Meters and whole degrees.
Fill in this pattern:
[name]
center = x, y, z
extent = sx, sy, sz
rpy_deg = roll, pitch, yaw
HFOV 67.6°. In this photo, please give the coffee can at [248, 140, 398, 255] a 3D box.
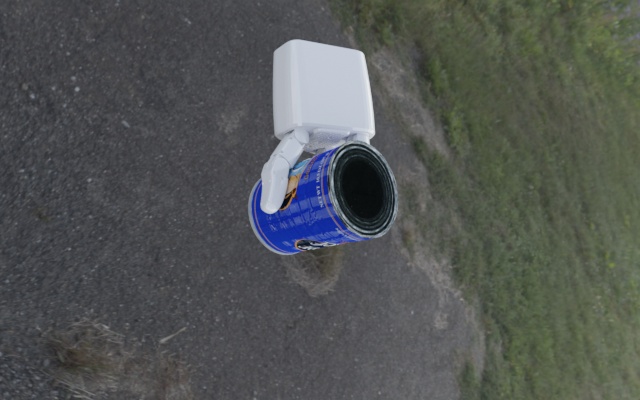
[coffee can]
center = 0.000, 0.002, 0.535
extent = 0.103, 0.103, 0.140
rpy_deg = 0, -11, -42
